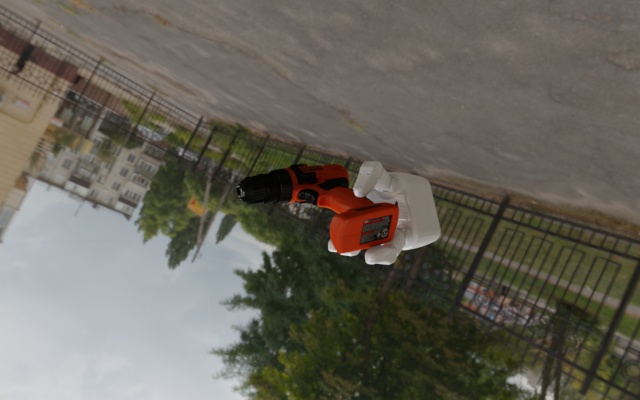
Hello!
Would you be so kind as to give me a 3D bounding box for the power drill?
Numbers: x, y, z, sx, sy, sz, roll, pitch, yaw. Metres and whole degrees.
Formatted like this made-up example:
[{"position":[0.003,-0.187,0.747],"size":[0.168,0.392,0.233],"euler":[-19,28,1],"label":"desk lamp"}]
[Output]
[{"position":[0.001,0.002,0.658],"size":[0.184,0.057,0.187],"euler":[-11,32,-33],"label":"power drill"}]
